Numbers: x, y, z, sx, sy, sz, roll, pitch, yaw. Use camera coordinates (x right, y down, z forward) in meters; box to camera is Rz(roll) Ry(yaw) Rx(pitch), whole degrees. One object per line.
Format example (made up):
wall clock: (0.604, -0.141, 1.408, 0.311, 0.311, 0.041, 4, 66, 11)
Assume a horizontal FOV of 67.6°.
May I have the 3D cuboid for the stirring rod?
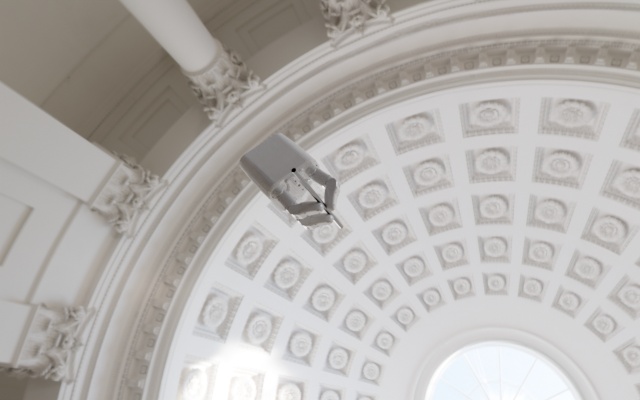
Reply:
stirring rod: (0.000, 0.003, 0.814, 0.011, 0.011, 0.240, 0, -23, 21)
